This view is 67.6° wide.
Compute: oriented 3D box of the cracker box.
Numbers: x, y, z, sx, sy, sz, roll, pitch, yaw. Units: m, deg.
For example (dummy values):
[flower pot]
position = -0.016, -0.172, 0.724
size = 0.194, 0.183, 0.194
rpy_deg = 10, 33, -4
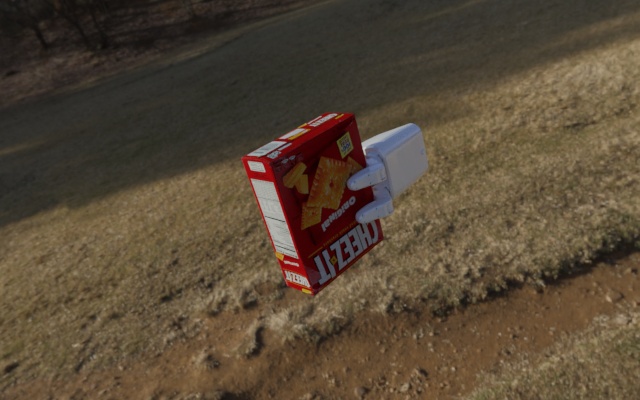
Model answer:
[cracker box]
position = 0.000, 0.002, 0.690
size = 0.164, 0.214, 0.072
rpy_deg = -34, 29, -33
